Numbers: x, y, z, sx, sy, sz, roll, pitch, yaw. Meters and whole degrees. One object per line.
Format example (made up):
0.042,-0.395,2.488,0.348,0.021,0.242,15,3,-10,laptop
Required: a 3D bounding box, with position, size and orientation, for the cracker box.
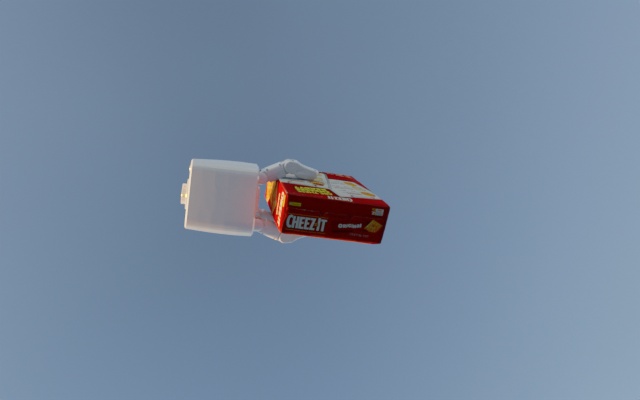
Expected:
0.000,0.002,0.806,0.164,0.072,0.213,7,14,-14,cracker box
